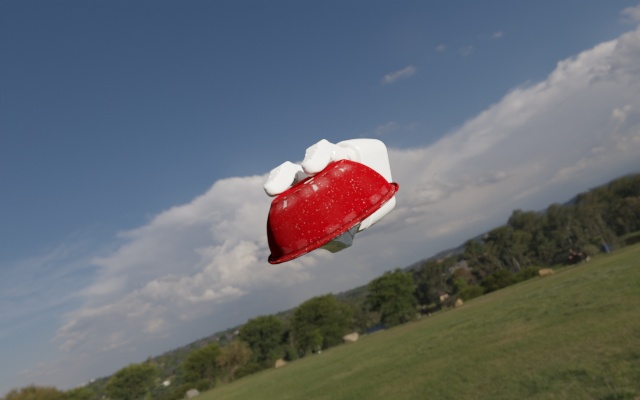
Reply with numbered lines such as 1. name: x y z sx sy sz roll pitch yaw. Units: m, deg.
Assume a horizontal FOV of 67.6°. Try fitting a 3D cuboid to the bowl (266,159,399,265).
1. bowl: 0.000 0.002 0.508 0.162 0.055 0.162 -30 7 4
